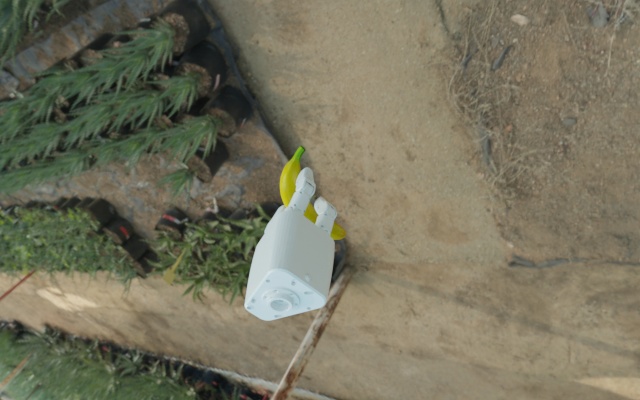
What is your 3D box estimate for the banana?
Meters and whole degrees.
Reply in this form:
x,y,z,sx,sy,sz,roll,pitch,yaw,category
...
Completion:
x,y,z,sx,sy,sz,roll,pitch,yaw,category
-0.018,0.008,0.771,0.069,0.198,0.037,-26,38,0,banana
